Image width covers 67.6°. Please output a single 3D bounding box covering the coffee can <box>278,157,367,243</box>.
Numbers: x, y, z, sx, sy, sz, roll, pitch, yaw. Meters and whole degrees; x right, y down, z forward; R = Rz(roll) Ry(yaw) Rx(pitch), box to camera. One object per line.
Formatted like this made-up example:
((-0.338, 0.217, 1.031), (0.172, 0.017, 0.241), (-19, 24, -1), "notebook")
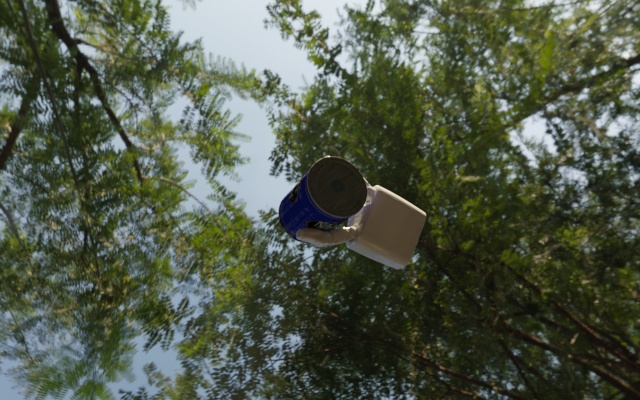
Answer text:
((0.000, 0.003, 0.801), (0.103, 0.102, 0.140), (0, -21, -26), "coffee can")
